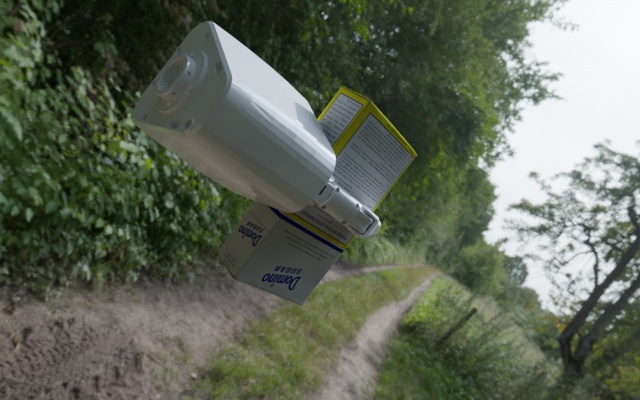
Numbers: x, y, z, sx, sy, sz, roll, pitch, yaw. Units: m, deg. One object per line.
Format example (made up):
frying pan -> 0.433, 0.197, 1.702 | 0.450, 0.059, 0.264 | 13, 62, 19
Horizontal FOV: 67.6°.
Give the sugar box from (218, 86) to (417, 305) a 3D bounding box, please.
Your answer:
sugar box -> 0.000, 0.001, 0.414 | 0.093, 0.176, 0.048 | 35, 6, -46
